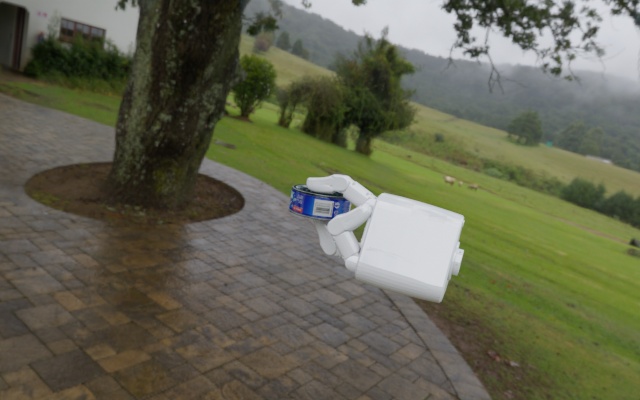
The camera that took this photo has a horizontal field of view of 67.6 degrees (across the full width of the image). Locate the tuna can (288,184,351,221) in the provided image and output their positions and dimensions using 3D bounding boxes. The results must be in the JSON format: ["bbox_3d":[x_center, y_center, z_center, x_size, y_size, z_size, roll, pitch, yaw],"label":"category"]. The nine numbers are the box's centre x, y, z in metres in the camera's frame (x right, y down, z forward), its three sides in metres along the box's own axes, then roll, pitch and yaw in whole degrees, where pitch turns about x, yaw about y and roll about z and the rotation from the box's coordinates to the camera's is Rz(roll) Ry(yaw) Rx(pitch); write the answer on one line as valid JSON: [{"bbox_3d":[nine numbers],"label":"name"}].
[{"bbox_3d":[0.000,0.002,0.659,0.086,0.034,0.086,8,10,-1],"label":"tuna can"}]
